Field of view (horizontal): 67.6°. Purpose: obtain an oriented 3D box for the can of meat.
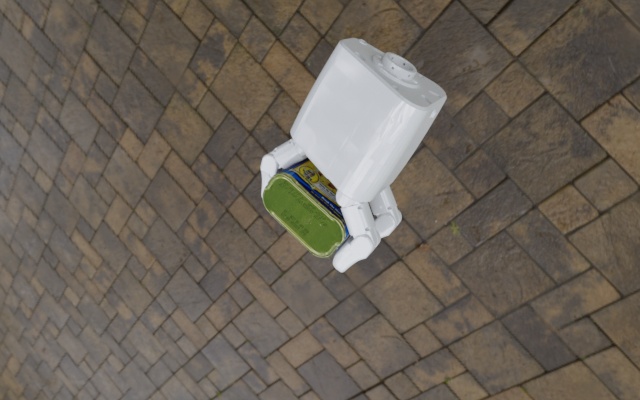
[{"bbox_3d":[0.000,0.002,0.505,0.102,0.057,0.084,42,34,8],"label":"can of meat"}]
